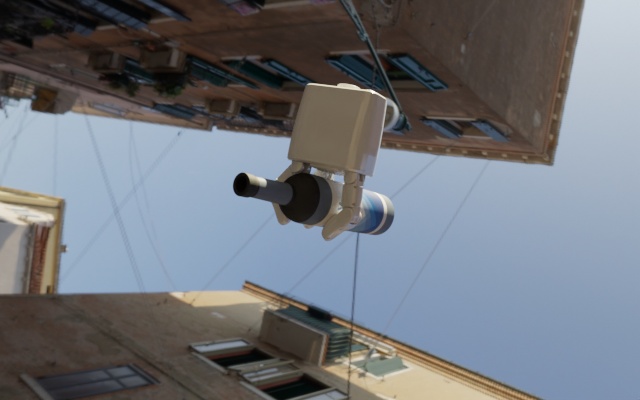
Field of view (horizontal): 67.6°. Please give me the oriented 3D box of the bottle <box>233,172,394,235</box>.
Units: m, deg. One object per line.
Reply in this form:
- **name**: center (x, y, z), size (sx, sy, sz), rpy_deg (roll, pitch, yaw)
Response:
- **bottle**: center (0.000, 0.002, 0.649), size (0.069, 0.069, 0.296), rpy_deg (0, -8, 38)
